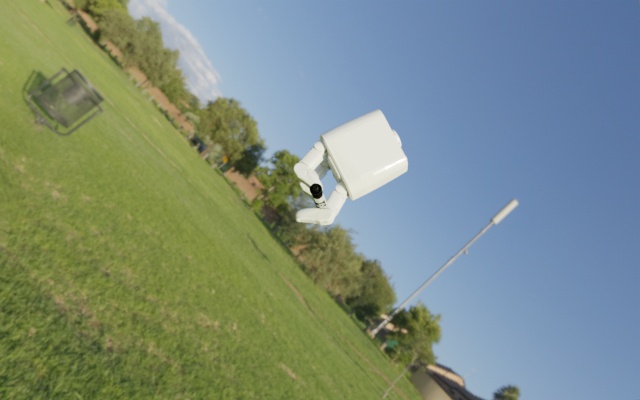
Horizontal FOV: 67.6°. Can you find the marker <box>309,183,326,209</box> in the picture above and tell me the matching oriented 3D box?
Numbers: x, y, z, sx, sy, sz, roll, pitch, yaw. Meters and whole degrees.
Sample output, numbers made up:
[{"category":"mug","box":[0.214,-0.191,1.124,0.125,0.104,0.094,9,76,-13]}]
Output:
[{"category":"marker","box":[0.000,0.002,0.742,0.020,0.020,0.121,0,-21,8]}]
